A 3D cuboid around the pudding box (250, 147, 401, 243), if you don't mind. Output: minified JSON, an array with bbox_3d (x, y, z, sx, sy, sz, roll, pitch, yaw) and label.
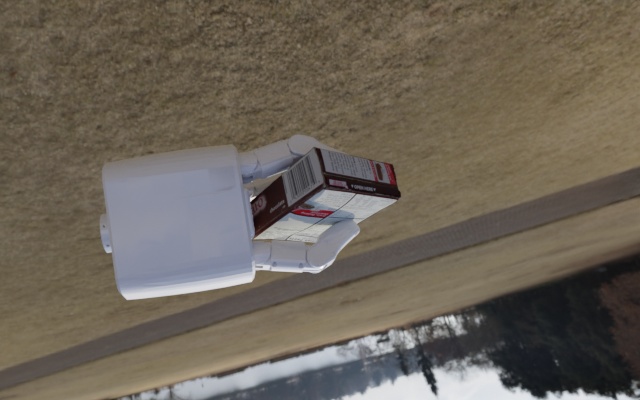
[{"bbox_3d":[0.000,0.002,0.425,0.090,0.039,0.113,7,-28,-39],"label":"pudding box"}]
